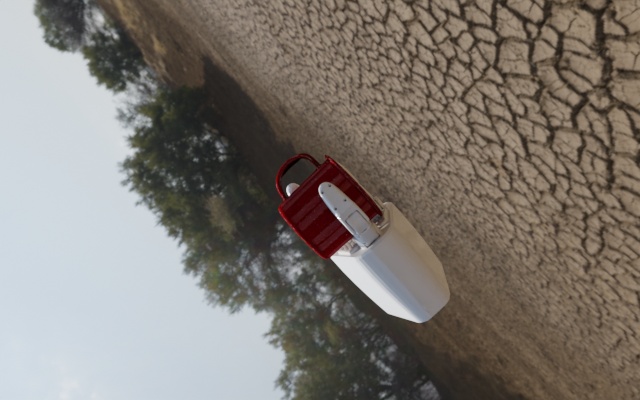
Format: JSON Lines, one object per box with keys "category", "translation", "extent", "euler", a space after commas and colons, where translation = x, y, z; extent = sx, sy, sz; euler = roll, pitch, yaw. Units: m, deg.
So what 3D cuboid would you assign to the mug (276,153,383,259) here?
{"category": "mug", "translation": [-0.001, 0.001, 0.528], "extent": [0.081, 0.117, 0.093], "euler": [-43, 8, 0]}
